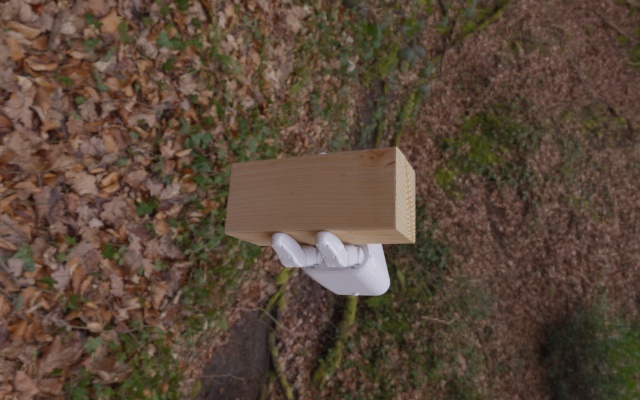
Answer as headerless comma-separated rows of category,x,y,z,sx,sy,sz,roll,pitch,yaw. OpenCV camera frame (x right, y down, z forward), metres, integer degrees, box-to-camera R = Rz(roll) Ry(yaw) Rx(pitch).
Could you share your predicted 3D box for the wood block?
wood block,0.000,0.002,0.566,0.206,0.090,0.090,-4,-16,24
